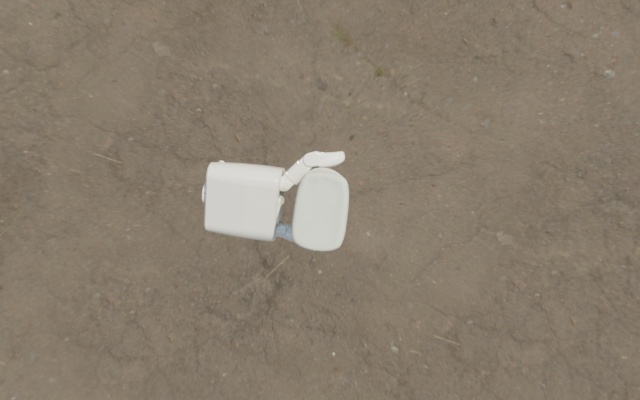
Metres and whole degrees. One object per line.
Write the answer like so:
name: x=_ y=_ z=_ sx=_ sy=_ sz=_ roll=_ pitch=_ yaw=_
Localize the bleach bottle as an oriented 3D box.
bleach bottle: x=0.000 y=0.002 z=0.708 sx=0.068 sy=0.102 sz=0.251 roll=8 pitch=5 yaw=-1
